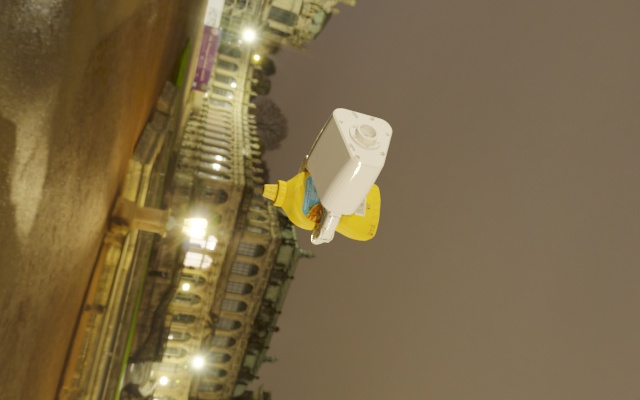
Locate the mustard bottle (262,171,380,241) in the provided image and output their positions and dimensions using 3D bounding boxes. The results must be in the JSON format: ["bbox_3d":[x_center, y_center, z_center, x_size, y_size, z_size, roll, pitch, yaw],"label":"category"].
[{"bbox_3d":[0.000,0.003,0.779,0.191,0.096,0.058,12,-17,-16],"label":"mustard bottle"}]
